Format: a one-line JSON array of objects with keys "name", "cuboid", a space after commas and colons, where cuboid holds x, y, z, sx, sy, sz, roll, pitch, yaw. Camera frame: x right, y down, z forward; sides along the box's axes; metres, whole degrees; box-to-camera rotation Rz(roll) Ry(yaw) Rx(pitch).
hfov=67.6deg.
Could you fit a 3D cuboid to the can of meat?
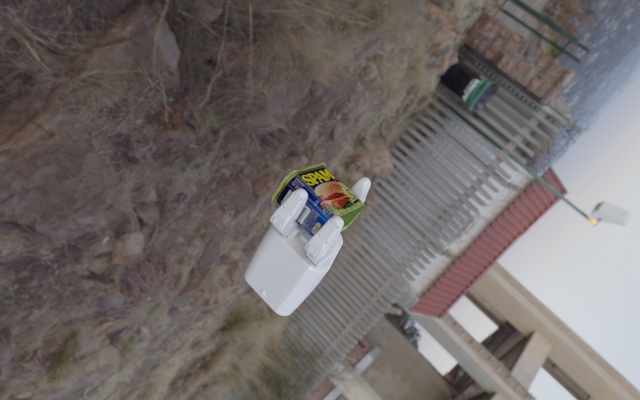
[{"name": "can of meat", "cuboid": [0.000, 0.002, 0.635, 0.084, 0.057, 0.102, 44, 29, 15]}]
